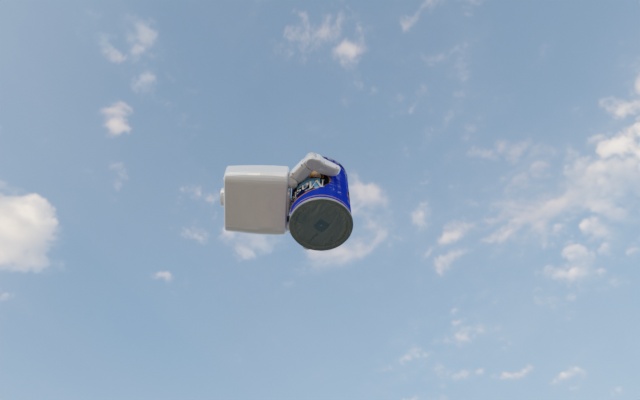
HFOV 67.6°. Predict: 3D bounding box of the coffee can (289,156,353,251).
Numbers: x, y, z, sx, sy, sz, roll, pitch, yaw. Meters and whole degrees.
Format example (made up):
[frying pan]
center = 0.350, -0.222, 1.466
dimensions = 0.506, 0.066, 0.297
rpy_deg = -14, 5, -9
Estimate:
[coffee can]
center = 0.000, 0.003, 0.815
dimensions = 0.103, 0.103, 0.140
rpy_deg = 0, 33, -1
